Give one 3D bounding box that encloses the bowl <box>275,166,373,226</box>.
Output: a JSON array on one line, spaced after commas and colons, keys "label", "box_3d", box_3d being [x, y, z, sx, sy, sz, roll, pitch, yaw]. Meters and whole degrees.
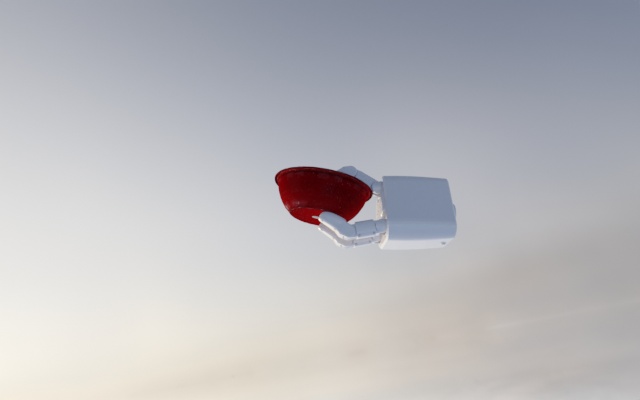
[{"label": "bowl", "box_3d": [-0.001, 0.003, 0.767, 0.162, 0.055, 0.162, 10, -19, 3]}]
